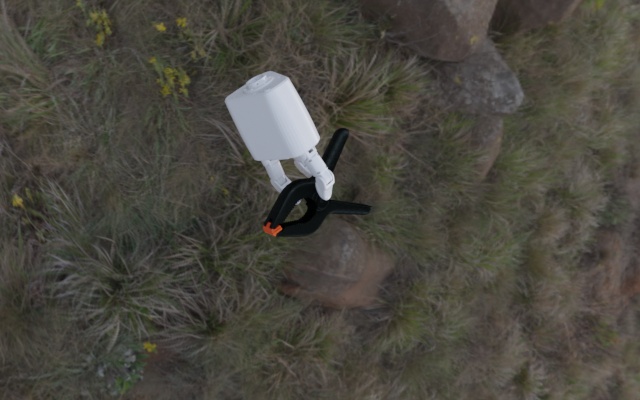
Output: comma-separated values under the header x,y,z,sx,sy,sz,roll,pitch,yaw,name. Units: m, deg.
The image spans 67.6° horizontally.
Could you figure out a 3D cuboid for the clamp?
x,y,z,sx,sy,sz,roll,pitch,yaw,name
0.000,0.003,0.784,0.210,0.165,0.036,-41,31,-24,clamp
